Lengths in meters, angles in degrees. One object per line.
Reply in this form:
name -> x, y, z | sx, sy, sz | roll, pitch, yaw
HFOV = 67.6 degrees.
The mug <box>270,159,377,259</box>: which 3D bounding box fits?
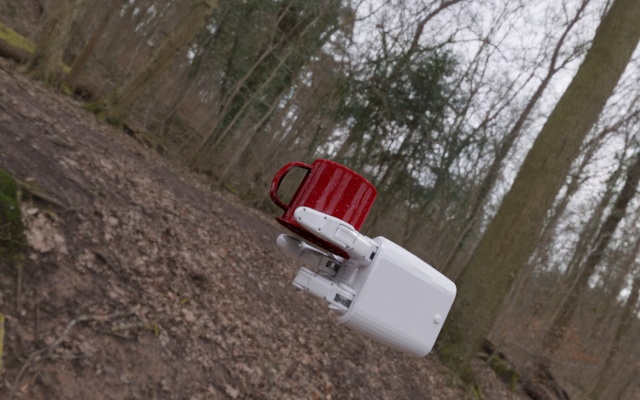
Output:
mug -> -0.001, 0.001, 0.524 | 0.117, 0.081, 0.093 | 31, -10, -16
